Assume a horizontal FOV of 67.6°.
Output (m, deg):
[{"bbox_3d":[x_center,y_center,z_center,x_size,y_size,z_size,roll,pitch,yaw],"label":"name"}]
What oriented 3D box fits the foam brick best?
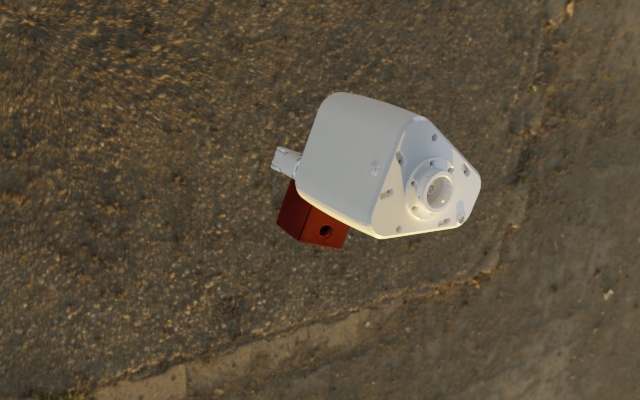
[{"bbox_3d":[0.000,0.002,0.469,0.053,0.078,0.051,14,10,-36],"label":"foam brick"}]
